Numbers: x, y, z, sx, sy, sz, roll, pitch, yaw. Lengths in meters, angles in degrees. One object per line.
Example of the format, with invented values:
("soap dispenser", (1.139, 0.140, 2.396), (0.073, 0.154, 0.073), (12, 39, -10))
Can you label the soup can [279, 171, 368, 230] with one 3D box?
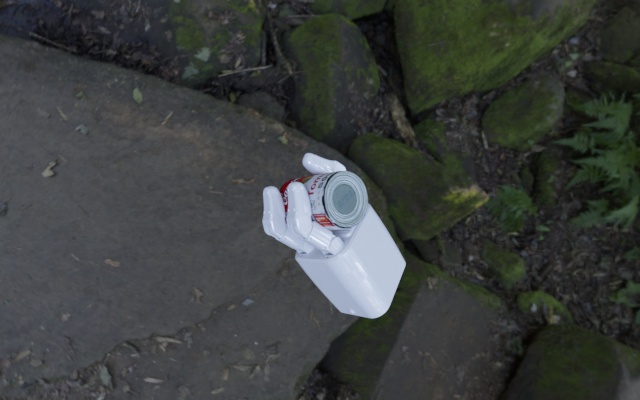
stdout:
("soup can", (0.000, 0.001, 0.581), (0.068, 0.068, 0.102), (0, -3, -36))
